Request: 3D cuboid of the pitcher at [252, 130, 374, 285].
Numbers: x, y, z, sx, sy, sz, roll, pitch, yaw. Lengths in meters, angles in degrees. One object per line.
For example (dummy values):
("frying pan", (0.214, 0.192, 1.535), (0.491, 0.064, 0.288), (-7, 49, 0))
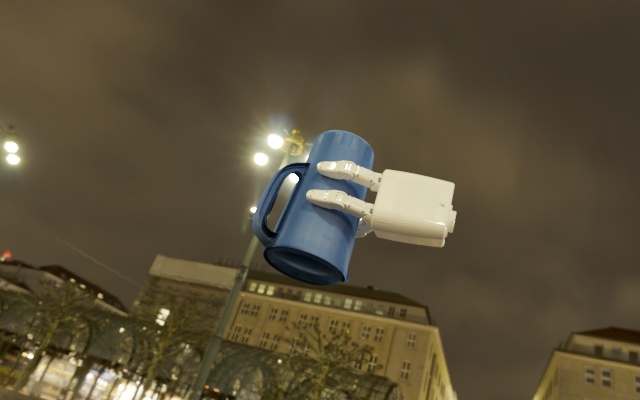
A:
("pitcher", (0.000, 0.003, 0.775), (0.145, 0.242, 0.149), (10, -29, 17))
